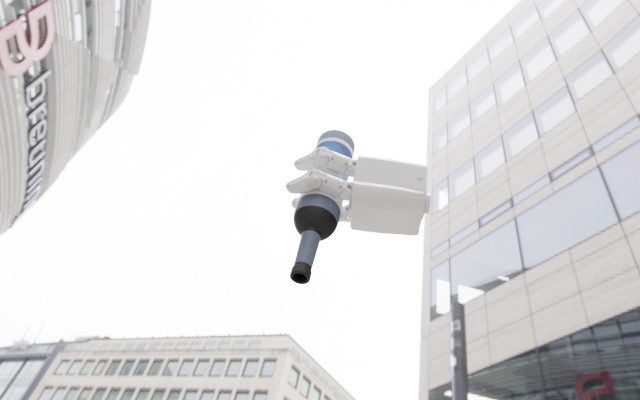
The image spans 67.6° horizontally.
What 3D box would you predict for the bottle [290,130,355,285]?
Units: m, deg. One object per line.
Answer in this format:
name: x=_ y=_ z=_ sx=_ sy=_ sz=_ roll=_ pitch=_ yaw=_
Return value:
bottle: x=0.000 y=0.002 z=0.721 sx=0.069 sy=0.069 sz=0.295 roll=0 pitch=42 yaw=14
